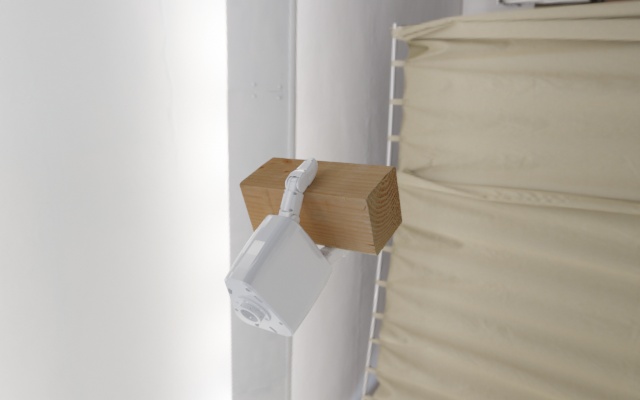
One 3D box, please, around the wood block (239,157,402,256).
[{"bbox_3d":[0.000,0.002,0.677,0.206,0.091,0.090,8,34,32],"label":"wood block"}]
